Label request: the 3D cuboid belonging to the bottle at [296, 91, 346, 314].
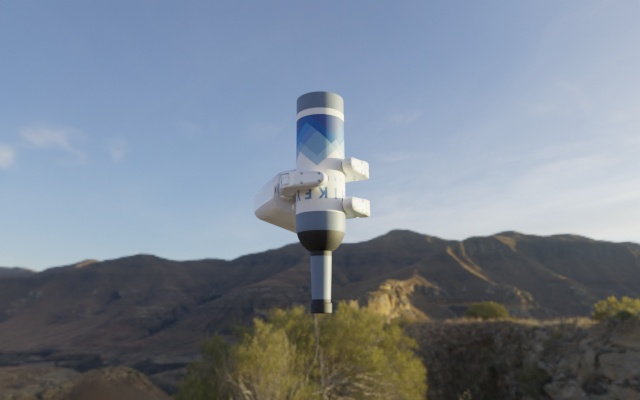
[{"bbox_3d":[0.000,0.002,0.648,0.069,0.295,0.069,0,-12,0],"label":"bottle"}]
